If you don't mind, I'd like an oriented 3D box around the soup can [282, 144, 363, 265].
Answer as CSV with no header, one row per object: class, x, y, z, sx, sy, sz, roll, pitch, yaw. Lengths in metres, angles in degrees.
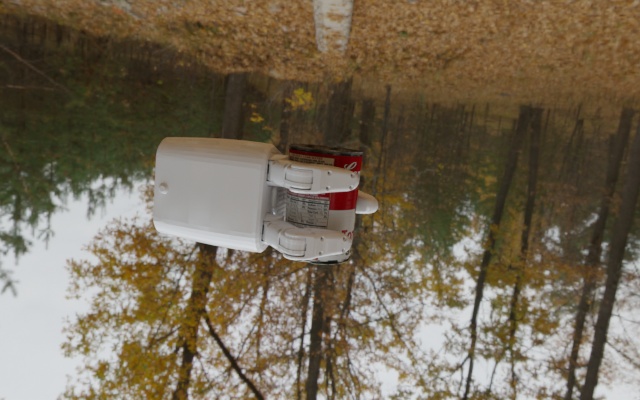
soup can,0.001,0.002,0.444,0.068,0.102,0.068,6,9,-1
